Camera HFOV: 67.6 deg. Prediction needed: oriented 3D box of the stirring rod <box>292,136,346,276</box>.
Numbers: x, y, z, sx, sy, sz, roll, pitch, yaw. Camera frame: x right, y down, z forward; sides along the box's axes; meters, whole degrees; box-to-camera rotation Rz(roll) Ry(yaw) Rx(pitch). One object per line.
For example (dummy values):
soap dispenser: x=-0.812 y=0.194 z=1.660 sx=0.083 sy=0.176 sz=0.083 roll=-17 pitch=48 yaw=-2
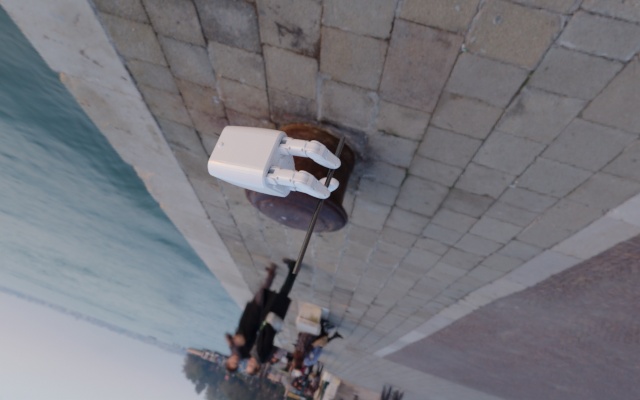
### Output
stirring rod: x=0.000 y=0.002 z=0.738 sx=0.011 sy=0.239 sz=0.011 roll=17 pitch=-22 yaw=7
